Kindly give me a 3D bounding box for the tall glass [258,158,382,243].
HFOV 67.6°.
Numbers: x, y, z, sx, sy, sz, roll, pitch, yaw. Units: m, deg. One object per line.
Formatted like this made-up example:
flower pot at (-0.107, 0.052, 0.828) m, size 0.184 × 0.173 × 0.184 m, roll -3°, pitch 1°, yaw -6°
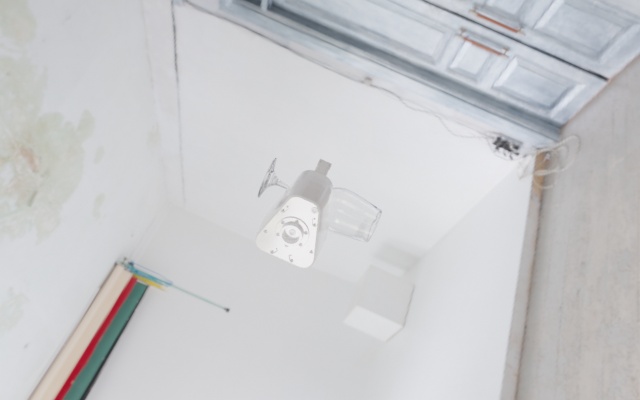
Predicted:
tall glass at (0.000, 0.002, 0.807) m, size 0.201 × 0.079 × 0.079 m, roll 24°, pitch 0°, yaw 0°
